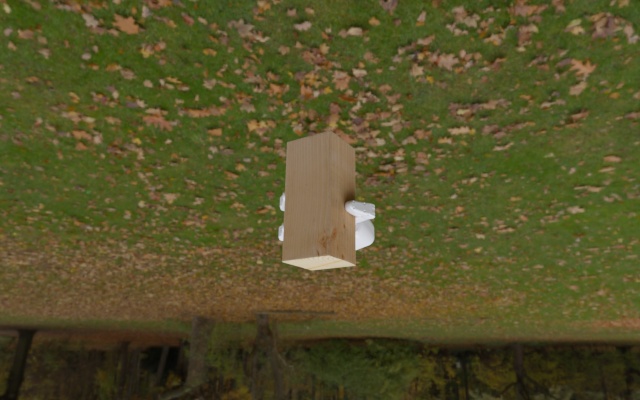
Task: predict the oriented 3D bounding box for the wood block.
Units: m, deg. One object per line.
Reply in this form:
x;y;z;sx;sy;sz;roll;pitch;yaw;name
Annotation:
0.001;0.003;0.791;0.091;0.206;0.090;-11;-22;30;wood block
